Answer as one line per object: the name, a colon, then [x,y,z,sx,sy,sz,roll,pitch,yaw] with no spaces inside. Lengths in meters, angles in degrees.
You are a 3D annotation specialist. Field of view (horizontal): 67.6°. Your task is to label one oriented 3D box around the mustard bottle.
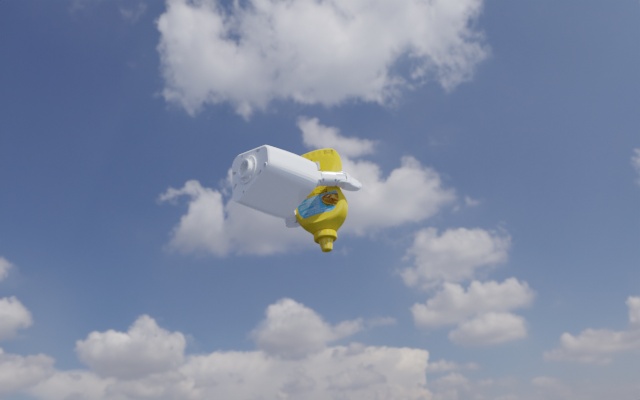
mustard bottle: [0.000,0.003,0.868,0.096,0.191,0.058,-17,-30,16]
